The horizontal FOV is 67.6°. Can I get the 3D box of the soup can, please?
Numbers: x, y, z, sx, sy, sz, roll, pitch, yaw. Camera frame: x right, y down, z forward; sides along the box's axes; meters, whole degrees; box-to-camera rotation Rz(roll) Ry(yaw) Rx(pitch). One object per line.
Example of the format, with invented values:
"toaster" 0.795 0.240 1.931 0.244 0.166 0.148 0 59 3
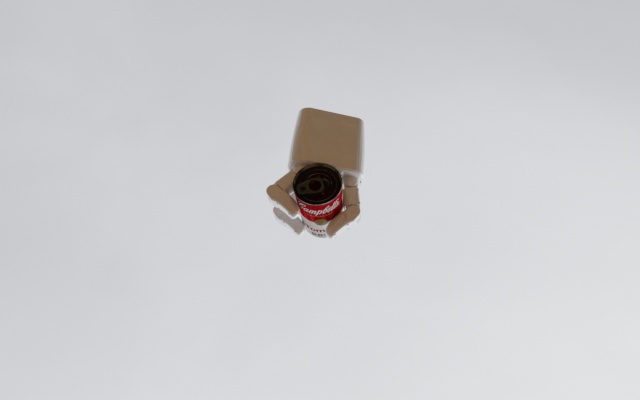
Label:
"soup can" 0.000 0.003 0.685 0.068 0.068 0.102 0 -30 6
